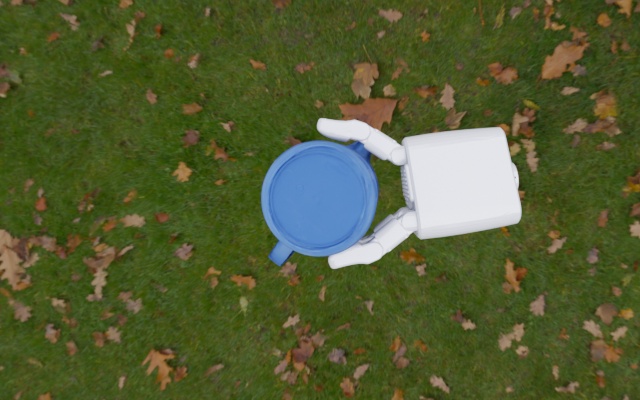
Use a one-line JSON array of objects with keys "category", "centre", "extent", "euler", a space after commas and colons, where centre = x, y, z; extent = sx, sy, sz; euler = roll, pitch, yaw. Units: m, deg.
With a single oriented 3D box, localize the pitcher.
[{"category": "pitcher", "centre": [0.000, 0.002, 0.552], "extent": [0.145, 0.149, 0.243], "euler": [-6, 3, 5]}]
